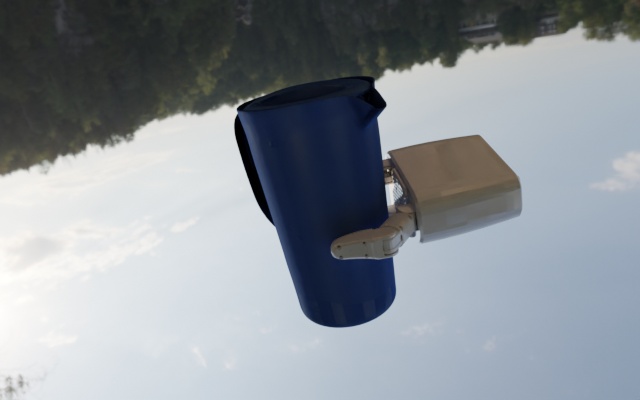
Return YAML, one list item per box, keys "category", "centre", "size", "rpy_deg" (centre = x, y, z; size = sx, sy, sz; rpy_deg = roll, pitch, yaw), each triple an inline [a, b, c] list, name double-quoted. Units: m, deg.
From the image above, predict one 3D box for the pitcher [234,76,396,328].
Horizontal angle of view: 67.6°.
- category: "pitcher"
  centre: [0.000, 0.002, 0.496]
  size: [0.145, 0.243, 0.149]
  rpy_deg: [-13, 20, -4]
